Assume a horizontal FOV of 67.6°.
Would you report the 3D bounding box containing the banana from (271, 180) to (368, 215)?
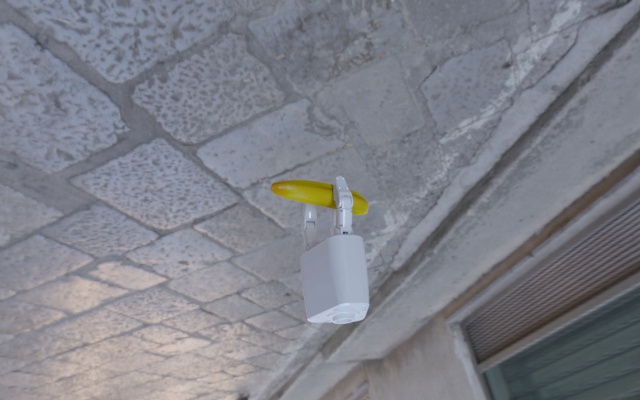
[{"bbox_3d":[0.015,-0.002,0.778,0.198,0.037,0.069,17,-26,-39],"label":"banana"}]
